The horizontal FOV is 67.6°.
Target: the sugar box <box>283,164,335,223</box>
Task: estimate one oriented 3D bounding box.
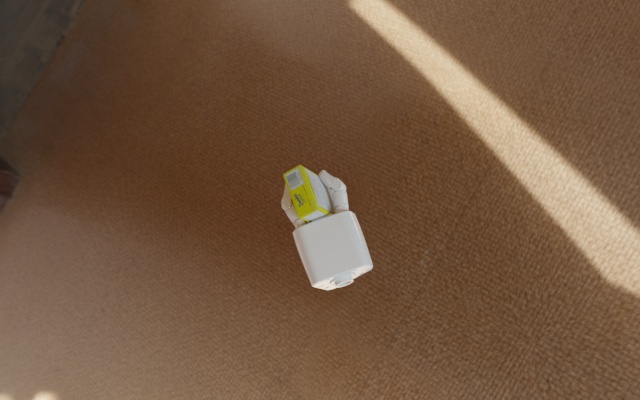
[{"bbox_3d":[0.000,0.003,0.898,0.048,0.093,0.176,-26,-23,15],"label":"sugar box"}]
